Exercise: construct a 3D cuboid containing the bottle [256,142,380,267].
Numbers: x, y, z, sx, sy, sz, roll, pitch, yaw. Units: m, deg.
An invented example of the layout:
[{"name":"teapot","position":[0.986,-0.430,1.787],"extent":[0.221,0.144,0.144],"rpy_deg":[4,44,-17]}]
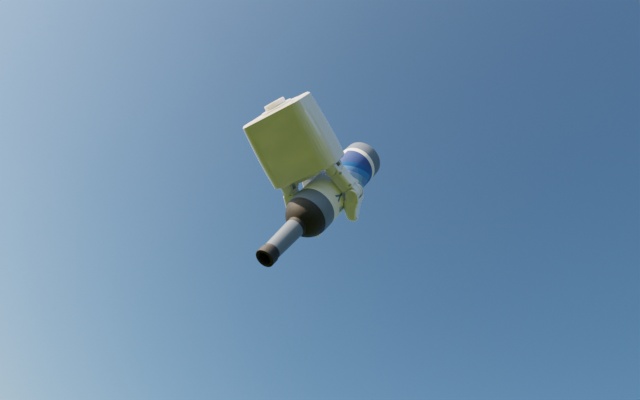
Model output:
[{"name":"bottle","position":[0.000,0.002,0.715],"extent":[0.069,0.069,0.295],"rpy_deg":[0,29,34]}]
